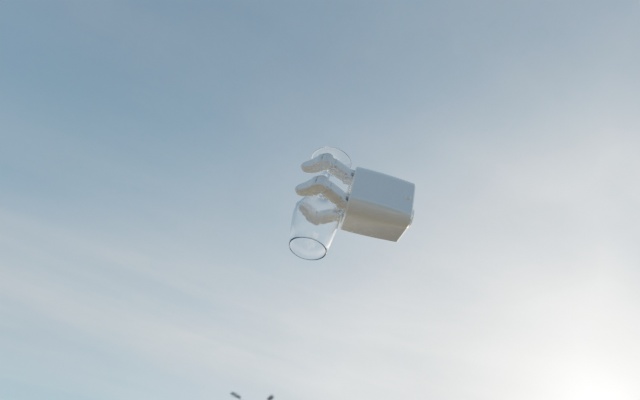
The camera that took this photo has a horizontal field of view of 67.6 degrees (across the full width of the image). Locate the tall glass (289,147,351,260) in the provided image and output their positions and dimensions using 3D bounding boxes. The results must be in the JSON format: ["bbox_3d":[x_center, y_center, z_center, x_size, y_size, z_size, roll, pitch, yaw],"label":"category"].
[{"bbox_3d":[0.000,0.002,0.812,0.079,0.201,0.079,9,-40,8],"label":"tall glass"}]
